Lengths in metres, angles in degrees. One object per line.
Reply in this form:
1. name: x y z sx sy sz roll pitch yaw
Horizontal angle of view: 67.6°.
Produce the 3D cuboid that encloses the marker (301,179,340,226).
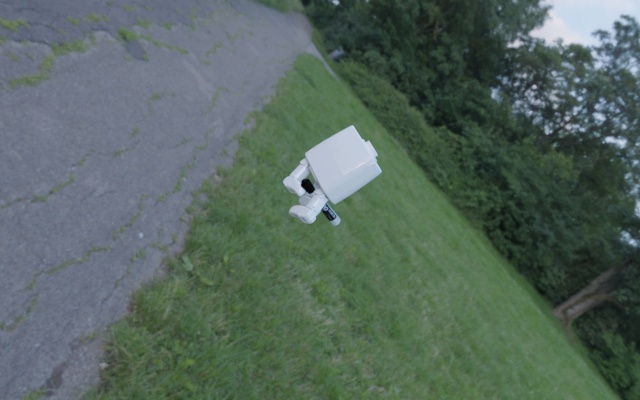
1. marker: 0.000 0.003 0.878 0.020 0.020 0.121 0 -40 41
